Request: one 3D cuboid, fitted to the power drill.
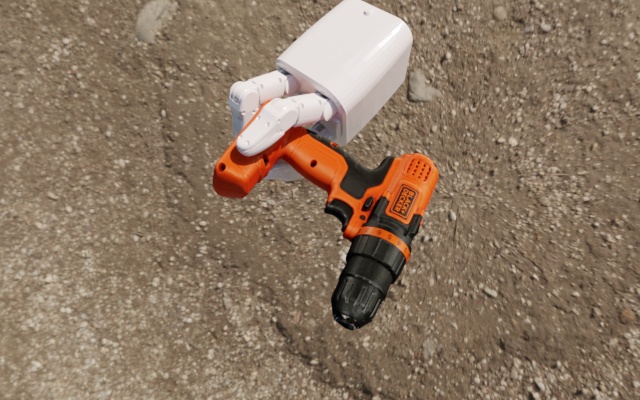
[{"bbox_3d":[0.000,0.001,0.438,0.187,0.184,0.057,28,-31,4],"label":"power drill"}]
